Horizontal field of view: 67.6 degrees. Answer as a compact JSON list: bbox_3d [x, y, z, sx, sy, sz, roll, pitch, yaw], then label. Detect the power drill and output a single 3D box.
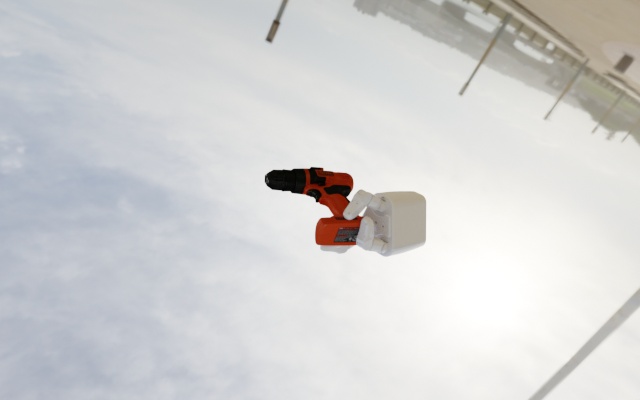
[{"bbox_3d":[0.001,0.003,0.890,0.184,0.057,0.187,1,38,-23],"label":"power drill"}]
